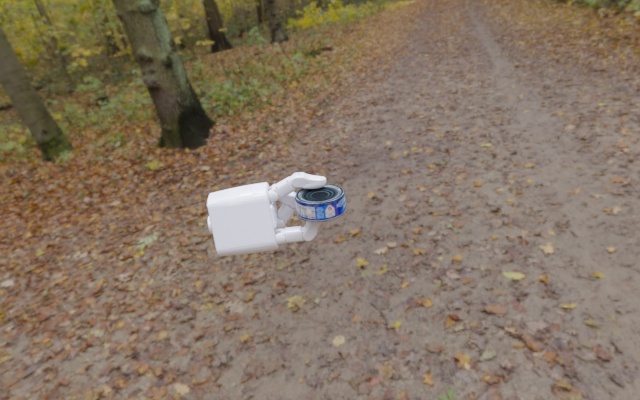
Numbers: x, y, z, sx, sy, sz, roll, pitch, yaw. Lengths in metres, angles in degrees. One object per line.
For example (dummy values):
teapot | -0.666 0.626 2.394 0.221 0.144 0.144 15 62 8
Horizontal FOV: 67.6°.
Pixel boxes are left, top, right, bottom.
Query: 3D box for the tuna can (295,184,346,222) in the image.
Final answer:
tuna can | 0.000 0.002 0.810 0.086 0.034 0.086 -5 24 2
